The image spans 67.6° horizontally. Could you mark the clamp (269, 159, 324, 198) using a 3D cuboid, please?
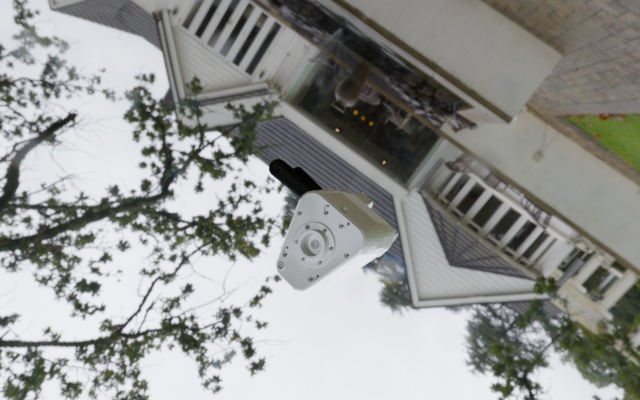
[{"bbox_3d":[0.000,0.003,0.657,0.171,0.039,0.120,41,12,19],"label":"clamp"}]
